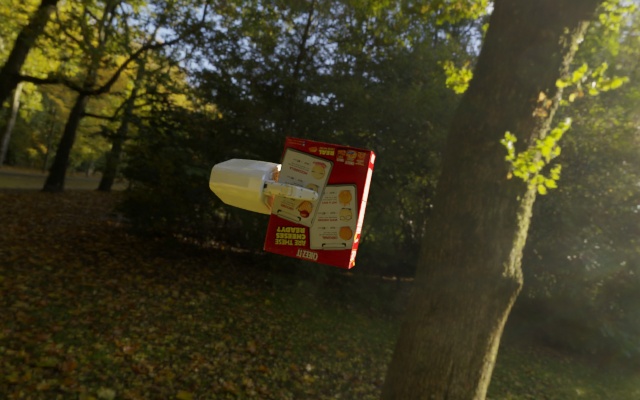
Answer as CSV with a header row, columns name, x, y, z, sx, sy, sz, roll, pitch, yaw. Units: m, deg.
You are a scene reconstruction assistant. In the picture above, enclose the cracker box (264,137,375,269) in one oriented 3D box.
name,x,y,z,sx,sy,sz,roll,pitch,yaw
cracker box,0.000,0.003,0.882,0.164,0.213,0.072,11,-1,14
